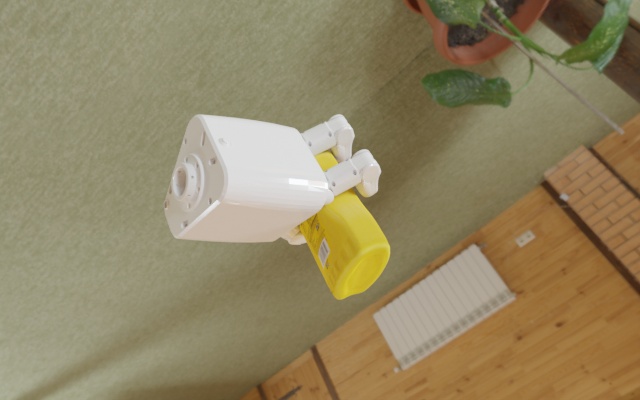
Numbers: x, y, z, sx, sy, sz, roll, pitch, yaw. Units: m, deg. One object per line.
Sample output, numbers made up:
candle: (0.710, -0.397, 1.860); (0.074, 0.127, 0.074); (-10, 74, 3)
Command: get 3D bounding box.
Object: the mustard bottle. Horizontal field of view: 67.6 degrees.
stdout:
mustard bottle: (0.000, 0.002, 0.506); (0.058, 0.191, 0.096); (-15, -34, -23)
